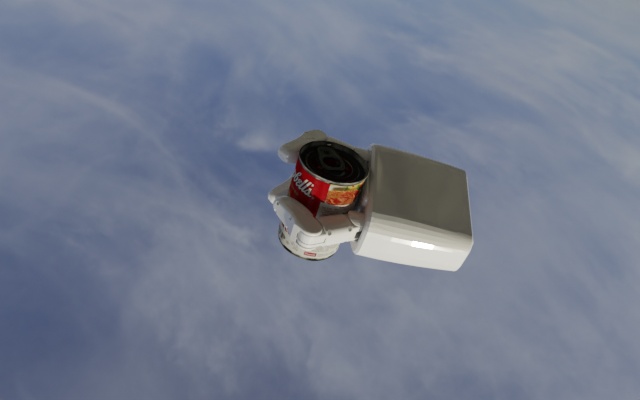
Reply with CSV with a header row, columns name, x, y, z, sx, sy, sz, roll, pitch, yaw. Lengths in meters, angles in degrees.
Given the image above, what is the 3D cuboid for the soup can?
name,x,y,z,sx,sy,sz,roll,pitch,yaw
soup can,0.000,0.002,0.473,0.068,0.102,0.068,12,37,-9
